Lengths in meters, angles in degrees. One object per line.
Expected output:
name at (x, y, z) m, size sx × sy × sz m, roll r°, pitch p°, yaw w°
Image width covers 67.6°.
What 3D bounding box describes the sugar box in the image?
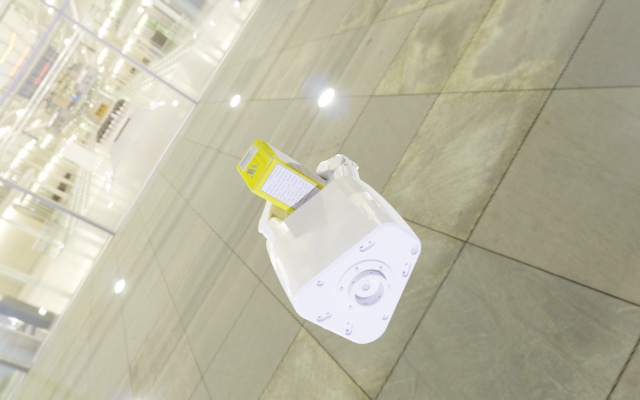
sugar box at (0.000, 0.002, 0.517) m, size 0.176 × 0.048 × 0.093 m, roll 33°, pitch 6°, yaw -26°
